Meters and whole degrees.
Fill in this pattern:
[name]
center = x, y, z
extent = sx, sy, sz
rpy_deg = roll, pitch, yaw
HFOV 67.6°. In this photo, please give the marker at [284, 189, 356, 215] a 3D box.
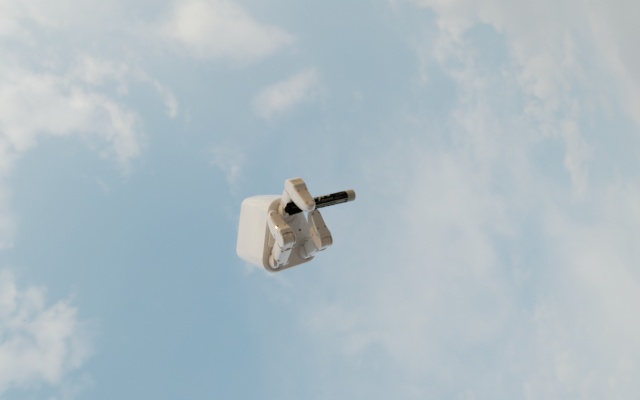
[marker]
center = 0.000, 0.002, 0.709
extent = 0.121, 0.020, 0.020
rpy_deg = -13, 7, -33
